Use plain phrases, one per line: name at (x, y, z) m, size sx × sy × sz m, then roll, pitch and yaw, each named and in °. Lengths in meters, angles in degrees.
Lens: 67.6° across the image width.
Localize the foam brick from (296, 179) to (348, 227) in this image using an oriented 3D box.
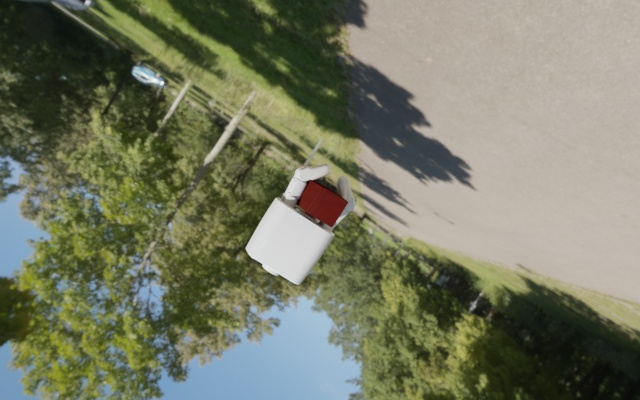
foam brick at (0.000, 0.003, 0.790) m, size 0.053 × 0.051 × 0.078 m, roll 33°, pitch 0°, yaw -23°
